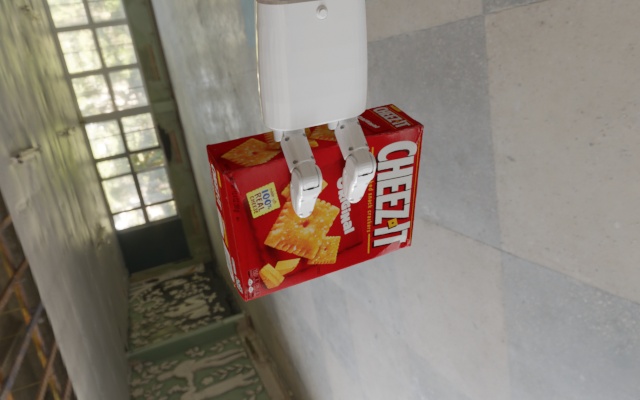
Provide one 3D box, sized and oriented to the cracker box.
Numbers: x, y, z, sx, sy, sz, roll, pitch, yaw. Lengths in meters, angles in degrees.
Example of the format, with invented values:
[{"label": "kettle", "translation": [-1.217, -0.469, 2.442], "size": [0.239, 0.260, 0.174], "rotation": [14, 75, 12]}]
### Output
[{"label": "cracker box", "translation": [0.000, 0.002, 0.514], "size": [0.213, 0.164, 0.072], "rotation": [-15, 37, -20]}]
